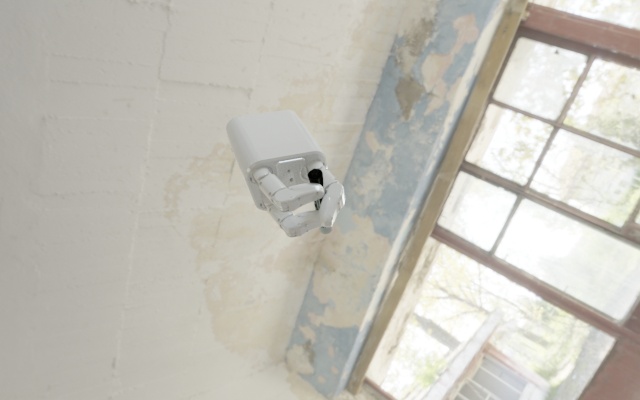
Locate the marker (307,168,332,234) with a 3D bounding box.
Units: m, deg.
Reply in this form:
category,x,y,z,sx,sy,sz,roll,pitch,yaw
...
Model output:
category,x,y,z,sx,sy,sz,roll,pitch,yaw
marker,0.000,0.002,0.621,0.020,0.020,0.121,0,-39,9
